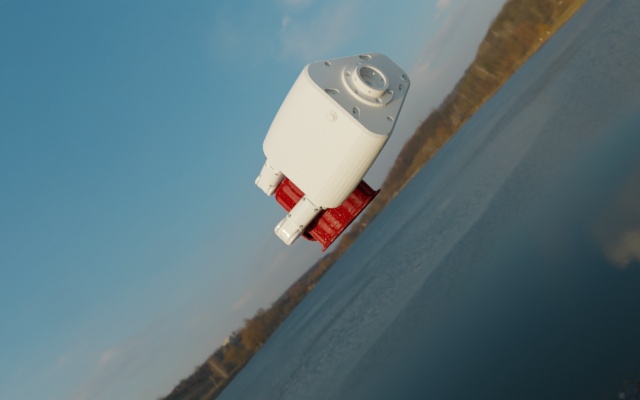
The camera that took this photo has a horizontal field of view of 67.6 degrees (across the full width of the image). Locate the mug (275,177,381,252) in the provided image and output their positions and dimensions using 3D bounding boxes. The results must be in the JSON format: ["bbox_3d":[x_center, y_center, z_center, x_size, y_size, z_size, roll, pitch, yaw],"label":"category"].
[{"bbox_3d":[-0.001,0.002,0.534,0.093,0.081,0.117,-42,-7,-42],"label":"mug"}]
